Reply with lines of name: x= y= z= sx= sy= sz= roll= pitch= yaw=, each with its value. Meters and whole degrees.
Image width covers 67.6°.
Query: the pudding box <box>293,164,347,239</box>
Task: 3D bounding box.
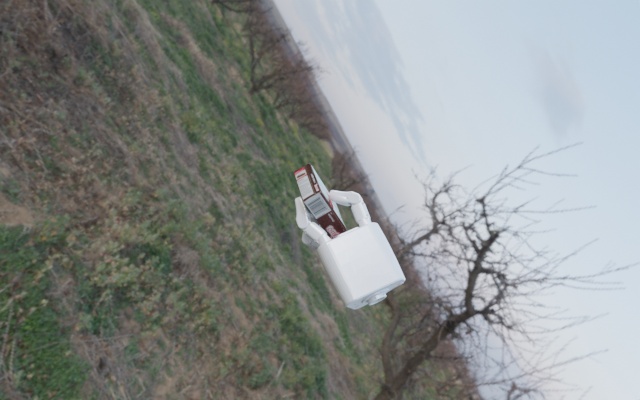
pudding box: x=0.000 y=0.003 z=0.847 sx=0.039 sy=0.114 sz=0.090 roll=-28 pitch=40 yaw=5
